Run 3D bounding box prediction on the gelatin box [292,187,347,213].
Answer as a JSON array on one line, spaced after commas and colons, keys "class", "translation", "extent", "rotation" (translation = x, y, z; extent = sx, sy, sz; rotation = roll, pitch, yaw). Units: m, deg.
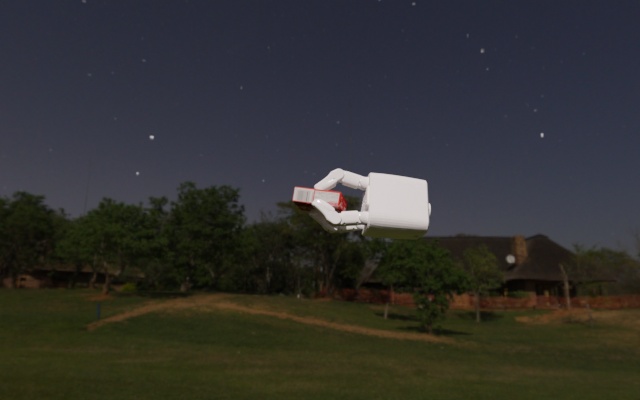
[{"class": "gelatin box", "translation": [0.000, 0.002, 0.876], "extent": [0.089, 0.030, 0.073], "rotation": [7, -13, 12]}]
